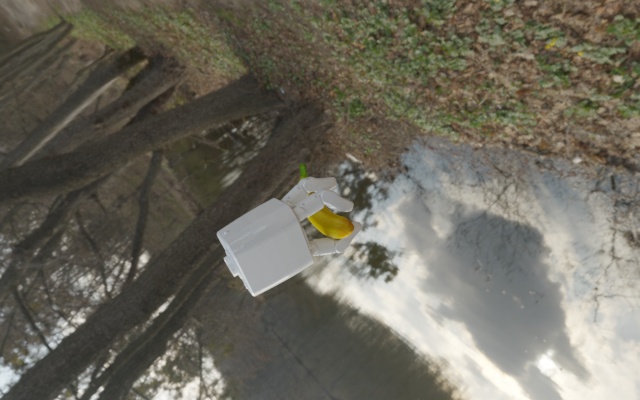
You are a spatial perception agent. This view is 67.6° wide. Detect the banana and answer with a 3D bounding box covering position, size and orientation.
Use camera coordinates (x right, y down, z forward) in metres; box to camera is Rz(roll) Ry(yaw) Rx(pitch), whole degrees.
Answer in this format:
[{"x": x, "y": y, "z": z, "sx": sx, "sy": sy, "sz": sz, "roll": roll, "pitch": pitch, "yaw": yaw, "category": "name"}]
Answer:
[{"x": 0.000, "y": 0.015, "z": 0.785, "sx": 0.037, "sy": 0.070, "sz": 0.197, "roll": -20, "pitch": 40, "yaw": -17, "category": "banana"}]
